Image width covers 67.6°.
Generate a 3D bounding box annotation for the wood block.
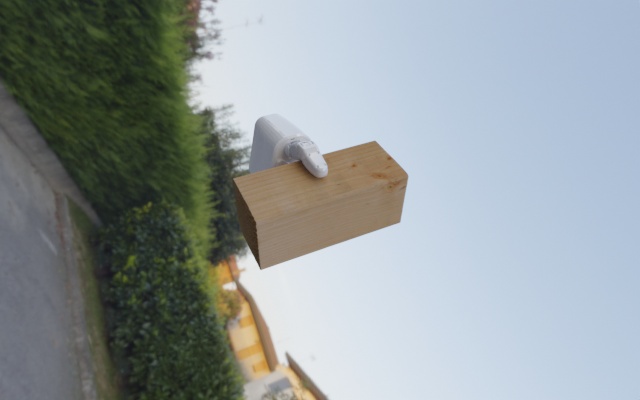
[{"bbox_3d":[0.000,0.002,0.630,0.206,0.091,0.090,-17,45,-19],"label":"wood block"}]
